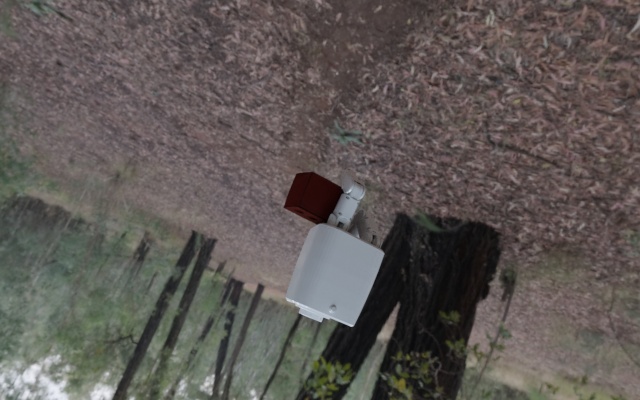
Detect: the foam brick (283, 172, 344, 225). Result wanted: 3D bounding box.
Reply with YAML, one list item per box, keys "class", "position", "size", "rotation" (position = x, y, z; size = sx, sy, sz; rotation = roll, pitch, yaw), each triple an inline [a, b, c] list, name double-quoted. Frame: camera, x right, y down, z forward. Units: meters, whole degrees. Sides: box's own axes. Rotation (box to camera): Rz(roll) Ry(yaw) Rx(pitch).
- class: "foam brick"
  position: [0.000, 0.002, 0.635]
  size: [0.078, 0.051, 0.053]
  rotation: [28, -12, -22]
